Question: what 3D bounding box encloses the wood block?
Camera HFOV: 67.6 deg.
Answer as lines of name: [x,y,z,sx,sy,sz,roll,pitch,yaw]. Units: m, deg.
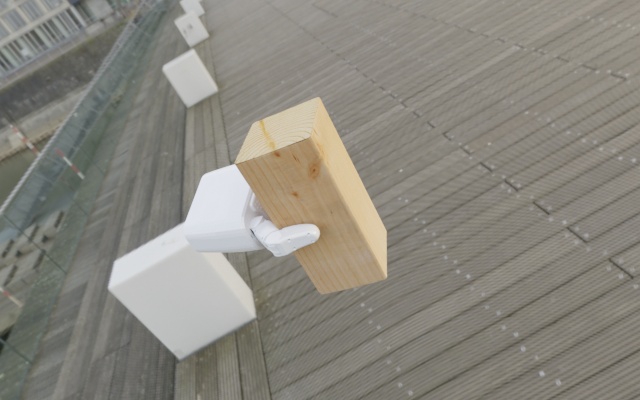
wood block: [0.000,0.002,0.555,0.090,0.206,0.090,-17,33,20]
